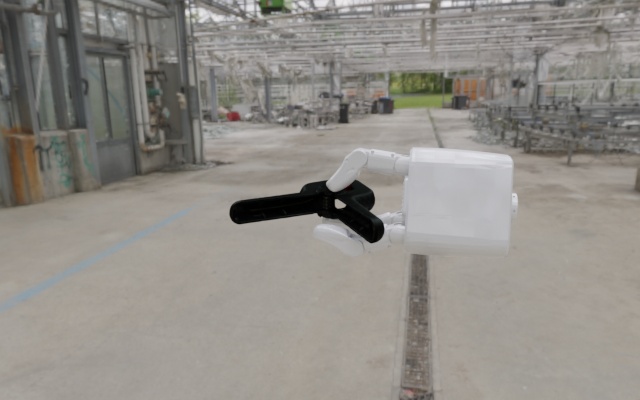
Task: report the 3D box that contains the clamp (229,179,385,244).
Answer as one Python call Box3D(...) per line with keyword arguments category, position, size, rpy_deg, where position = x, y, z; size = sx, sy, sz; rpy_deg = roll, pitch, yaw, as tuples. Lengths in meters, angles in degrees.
Box3D(category="clamp", position=(0.000, 0.001, 0.564), size=(0.164, 0.036, 0.210), rpy_deg=(6, 14, 11))
